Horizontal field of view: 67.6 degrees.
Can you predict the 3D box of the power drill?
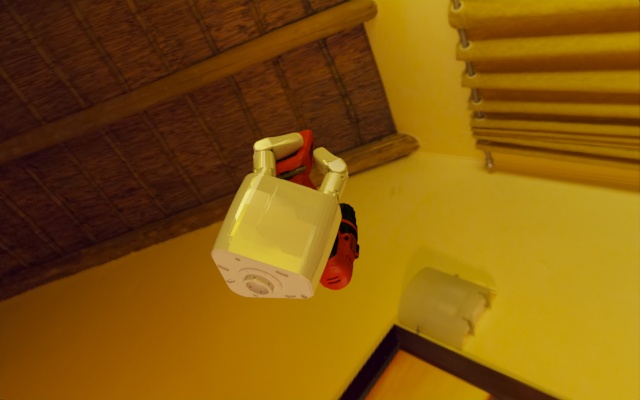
[{"bbox_3d":[0.000,0.002,0.653,0.057,0.188,0.184,-21,24,16],"label":"power drill"}]
